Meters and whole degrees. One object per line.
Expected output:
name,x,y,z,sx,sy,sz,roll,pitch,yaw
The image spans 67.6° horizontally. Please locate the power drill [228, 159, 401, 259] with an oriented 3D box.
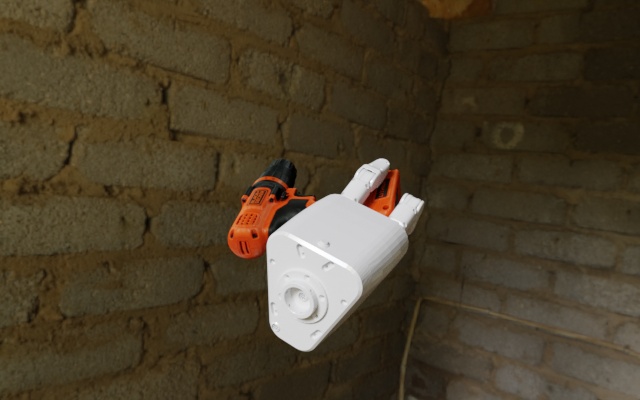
power drill,0.000,0.002,0.573,0.187,0.057,0.184,-2,34,15
